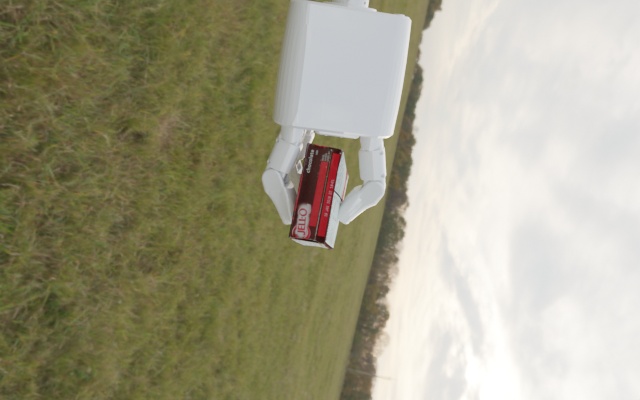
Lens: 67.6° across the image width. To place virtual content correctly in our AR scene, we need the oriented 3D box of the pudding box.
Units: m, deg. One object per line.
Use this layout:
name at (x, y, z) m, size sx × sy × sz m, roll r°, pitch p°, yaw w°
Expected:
pudding box at (0.000, 0.002, 0.479) m, size 0.039 × 0.090 × 0.113 m, roll 11°, pitch -8°, yaw 8°
